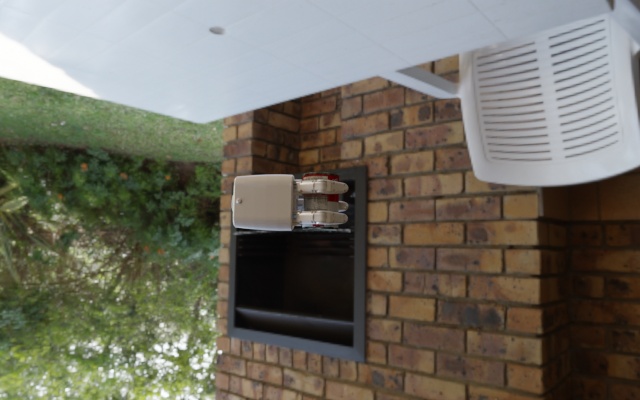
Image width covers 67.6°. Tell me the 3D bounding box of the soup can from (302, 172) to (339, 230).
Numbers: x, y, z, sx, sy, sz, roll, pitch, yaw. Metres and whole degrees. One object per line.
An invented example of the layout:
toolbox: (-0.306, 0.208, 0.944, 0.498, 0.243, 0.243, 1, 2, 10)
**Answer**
soup can: (0.001, 0.003, 0.879, 0.068, 0.102, 0.068, 1, -6, 0)
